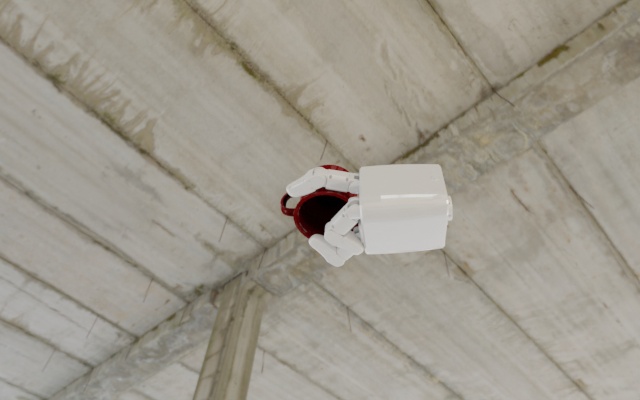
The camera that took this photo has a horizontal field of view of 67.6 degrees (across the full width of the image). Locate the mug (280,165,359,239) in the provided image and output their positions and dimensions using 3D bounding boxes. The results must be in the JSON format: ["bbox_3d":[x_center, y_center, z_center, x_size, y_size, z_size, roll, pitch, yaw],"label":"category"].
[{"bbox_3d":[-0.001,0.002,0.694,0.117,0.093,0.081,-3,37,8],"label":"mug"}]
